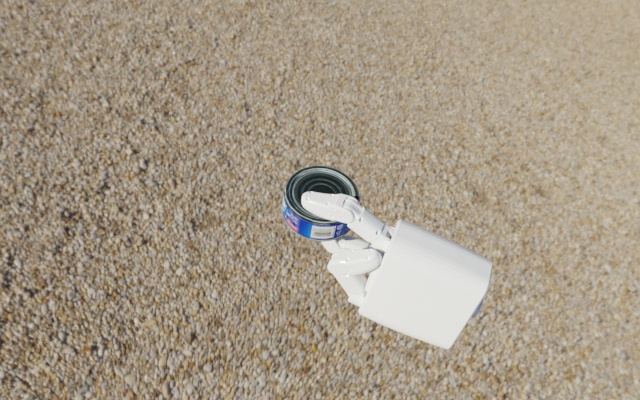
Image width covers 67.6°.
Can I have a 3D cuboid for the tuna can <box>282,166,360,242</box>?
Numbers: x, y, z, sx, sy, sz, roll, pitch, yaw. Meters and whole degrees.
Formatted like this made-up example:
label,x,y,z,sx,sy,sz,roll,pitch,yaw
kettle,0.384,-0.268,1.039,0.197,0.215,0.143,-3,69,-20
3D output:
label,x,y,z,sx,sy,sz,roll,pitch,yaw
tuna can,0.000,0.001,0.533,0.086,0.086,0.034,0,-39,-9
